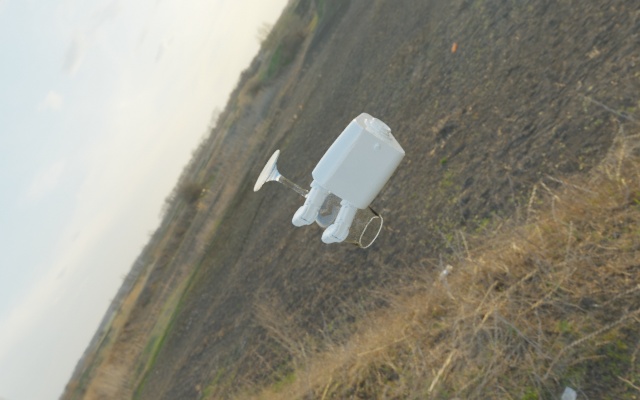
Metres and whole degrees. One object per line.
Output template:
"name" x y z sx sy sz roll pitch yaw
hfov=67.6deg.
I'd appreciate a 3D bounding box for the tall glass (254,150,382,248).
"tall glass" -0.001 0.002 0.758 0.201 0.079 0.079 31 -8 -14
